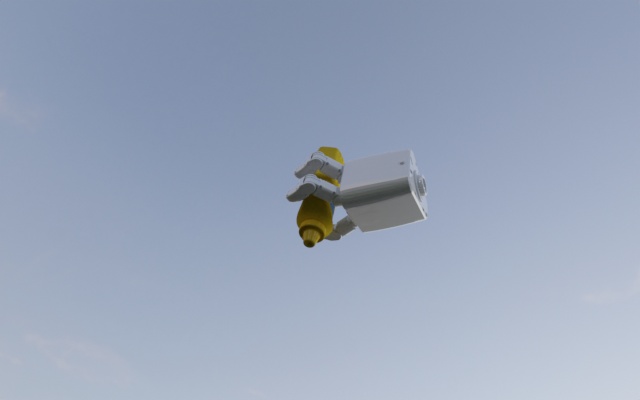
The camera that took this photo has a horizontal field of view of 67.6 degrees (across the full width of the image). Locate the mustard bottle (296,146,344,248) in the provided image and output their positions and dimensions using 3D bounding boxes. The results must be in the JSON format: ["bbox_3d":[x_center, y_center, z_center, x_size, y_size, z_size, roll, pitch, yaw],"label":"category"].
[{"bbox_3d":[0.000,0.002,0.773,0.058,0.096,0.191,7,42,6],"label":"mustard bottle"}]
